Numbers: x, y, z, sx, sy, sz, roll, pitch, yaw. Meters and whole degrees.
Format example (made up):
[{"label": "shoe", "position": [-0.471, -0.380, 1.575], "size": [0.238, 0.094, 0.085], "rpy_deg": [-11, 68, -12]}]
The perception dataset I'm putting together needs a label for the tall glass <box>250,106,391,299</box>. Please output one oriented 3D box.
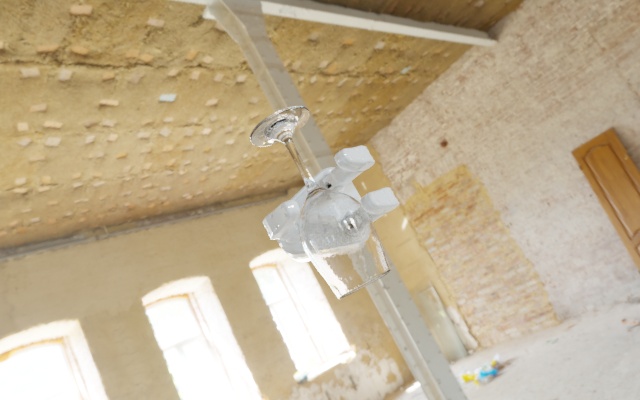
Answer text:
[{"label": "tall glass", "position": [0.000, 0.001, 0.513], "size": [0.079, 0.201, 0.079], "rpy_deg": [-26, -14, -7]}]
